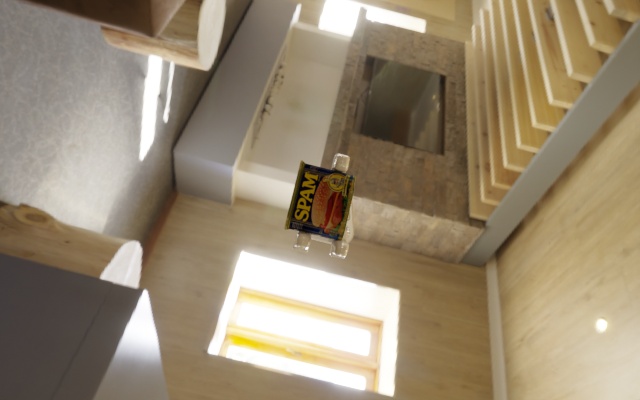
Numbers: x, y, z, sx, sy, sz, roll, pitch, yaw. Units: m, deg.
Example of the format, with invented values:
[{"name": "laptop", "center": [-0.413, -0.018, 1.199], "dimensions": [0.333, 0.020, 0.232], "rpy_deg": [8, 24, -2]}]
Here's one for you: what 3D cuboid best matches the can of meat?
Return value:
[{"name": "can of meat", "center": [0.000, 0.002, 0.690], "dimensions": [0.084, 0.102, 0.057], "rpy_deg": [14, -7, -2]}]
